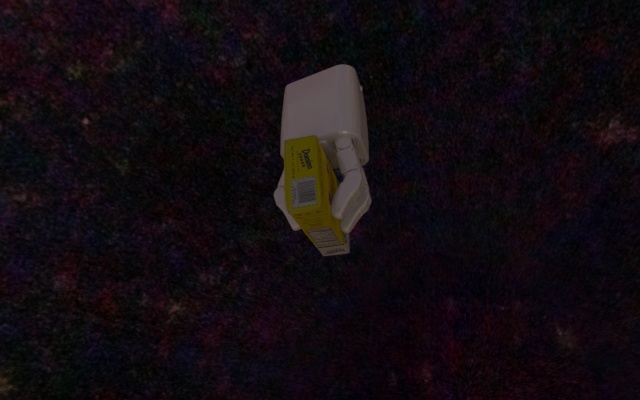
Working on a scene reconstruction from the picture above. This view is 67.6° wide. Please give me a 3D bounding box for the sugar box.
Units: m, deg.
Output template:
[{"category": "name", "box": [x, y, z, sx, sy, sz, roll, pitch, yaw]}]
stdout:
[{"category": "sugar box", "box": [0.001, 0.002, 0.605, 0.048, 0.093, 0.176, -9, -23, 13]}]
